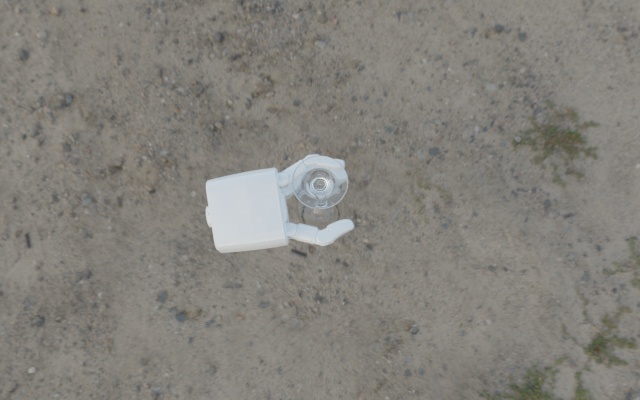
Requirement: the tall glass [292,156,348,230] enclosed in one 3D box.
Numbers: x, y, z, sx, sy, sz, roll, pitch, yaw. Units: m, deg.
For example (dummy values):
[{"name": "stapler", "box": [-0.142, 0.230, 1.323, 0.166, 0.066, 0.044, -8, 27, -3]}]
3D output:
[{"name": "tall glass", "box": [0.000, 0.002, 0.722, 0.079, 0.079, 0.201, 0, -16, 1]}]
